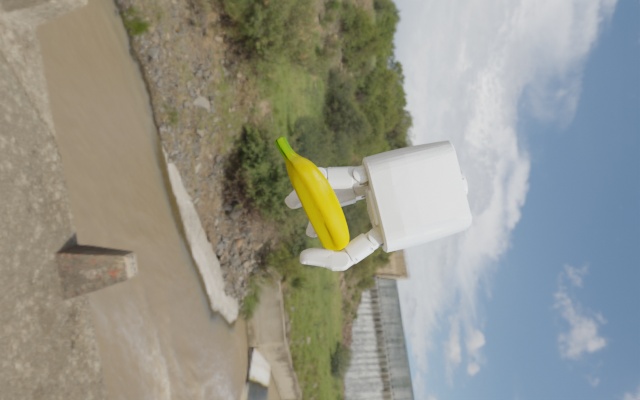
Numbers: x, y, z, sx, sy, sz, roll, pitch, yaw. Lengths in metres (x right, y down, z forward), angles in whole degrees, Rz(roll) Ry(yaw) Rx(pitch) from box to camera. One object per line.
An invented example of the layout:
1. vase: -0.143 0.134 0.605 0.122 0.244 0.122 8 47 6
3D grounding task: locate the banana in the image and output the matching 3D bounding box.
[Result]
1. banana: 0.005 0.013 0.528 0.037 0.069 0.198 -23 -40 1
